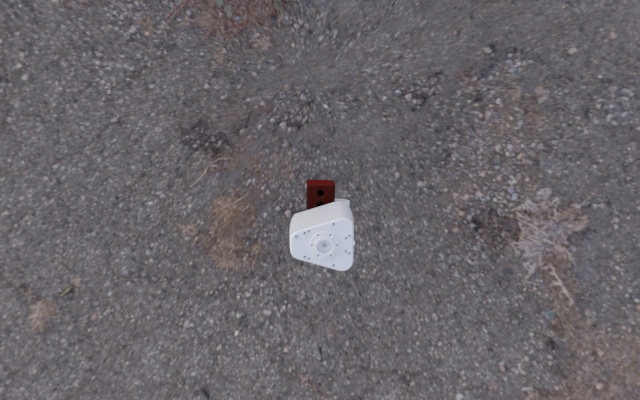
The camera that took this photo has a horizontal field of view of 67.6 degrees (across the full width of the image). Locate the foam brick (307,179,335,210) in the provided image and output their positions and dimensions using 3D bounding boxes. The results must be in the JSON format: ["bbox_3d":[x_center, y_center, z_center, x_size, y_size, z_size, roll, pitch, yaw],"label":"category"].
[{"bbox_3d":[0.000,0.003,0.895,0.053,0.078,0.051,0,13,-1],"label":"foam brick"}]
